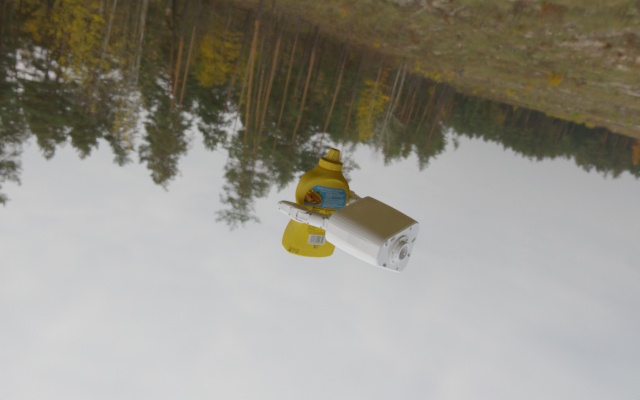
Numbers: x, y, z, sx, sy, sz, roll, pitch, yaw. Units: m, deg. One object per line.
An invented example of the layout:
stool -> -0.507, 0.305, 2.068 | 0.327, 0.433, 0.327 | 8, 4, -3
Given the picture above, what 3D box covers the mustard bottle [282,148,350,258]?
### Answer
mustard bottle -> 0.000, 0.003, 0.829 | 0.096, 0.192, 0.058 | 8, 17, -26
